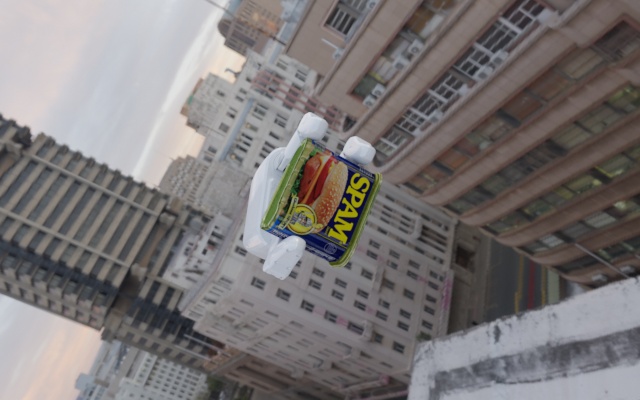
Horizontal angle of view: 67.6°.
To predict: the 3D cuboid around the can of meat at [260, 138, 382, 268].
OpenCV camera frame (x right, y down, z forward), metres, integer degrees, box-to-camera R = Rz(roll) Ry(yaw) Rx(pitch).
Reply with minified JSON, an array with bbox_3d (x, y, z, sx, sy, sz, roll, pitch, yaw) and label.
[{"bbox_3d":[0.000,0.001,0.465,0.084,0.102,0.057,27,-16,-13],"label":"can of meat"}]
